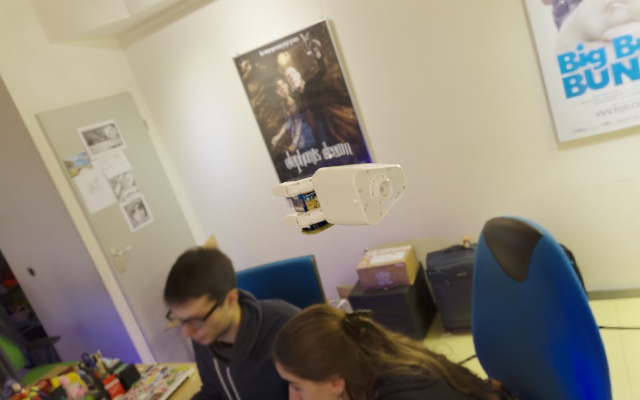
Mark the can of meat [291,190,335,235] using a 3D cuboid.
[{"bbox_3d":[0.000,0.002,0.866,0.102,0.084,0.057,-27,16,-27],"label":"can of meat"}]
